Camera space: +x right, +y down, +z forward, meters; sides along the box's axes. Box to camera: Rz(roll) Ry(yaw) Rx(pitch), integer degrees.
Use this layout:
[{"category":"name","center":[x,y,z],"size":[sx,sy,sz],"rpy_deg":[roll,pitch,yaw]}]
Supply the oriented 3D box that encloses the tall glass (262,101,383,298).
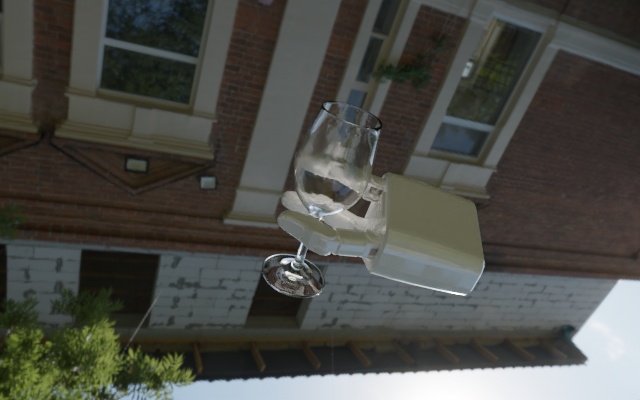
[{"category":"tall glass","center":[0.000,0.002,0.497],"size":[0.079,0.201,0.079],"rpy_deg":[15,28,-8]}]
